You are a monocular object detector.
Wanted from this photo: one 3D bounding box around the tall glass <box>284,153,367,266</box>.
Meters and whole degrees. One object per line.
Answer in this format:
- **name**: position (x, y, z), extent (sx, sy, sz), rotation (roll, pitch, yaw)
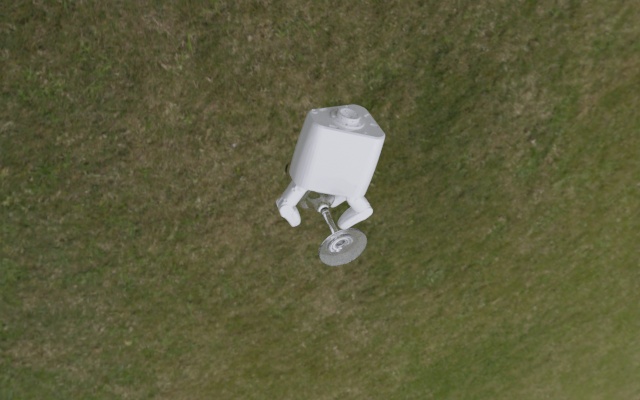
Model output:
- **tall glass**: position (0.000, 0.003, 0.746), extent (0.079, 0.079, 0.201), rotation (0, 41, -26)
